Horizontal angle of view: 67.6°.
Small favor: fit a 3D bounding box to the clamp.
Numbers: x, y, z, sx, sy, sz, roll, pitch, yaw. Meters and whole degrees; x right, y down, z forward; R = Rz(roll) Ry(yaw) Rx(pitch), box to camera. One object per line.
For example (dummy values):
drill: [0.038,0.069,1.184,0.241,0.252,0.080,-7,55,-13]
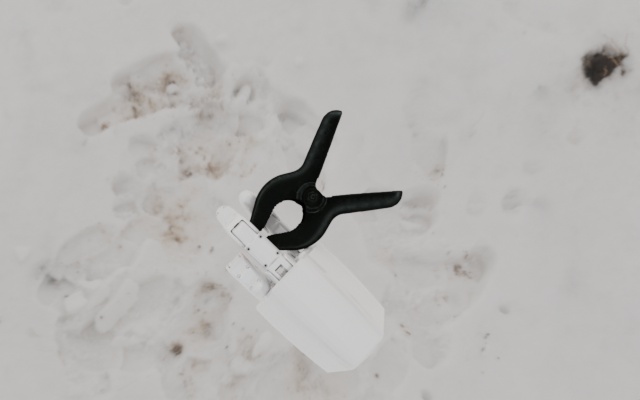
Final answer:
clamp: [0.000,0.002,0.493,0.120,0.171,0.039,43,-9,3]
